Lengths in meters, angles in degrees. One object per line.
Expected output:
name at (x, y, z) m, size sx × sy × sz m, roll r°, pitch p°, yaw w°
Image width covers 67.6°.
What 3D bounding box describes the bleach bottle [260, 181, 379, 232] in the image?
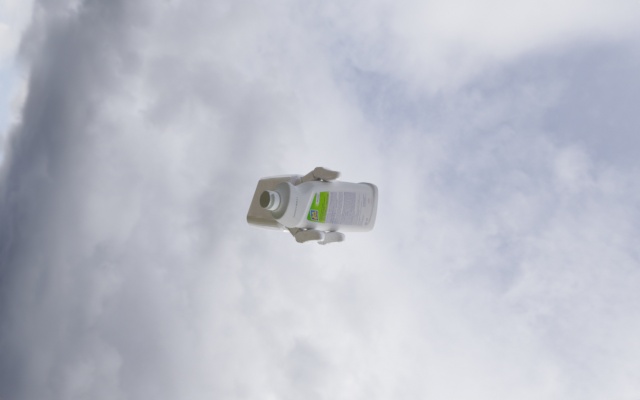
bleach bottle at (0.000, 0.003, 0.858) m, size 0.251 × 0.102 × 0.068 m, roll 8°, pitch -4°, yaw -44°
